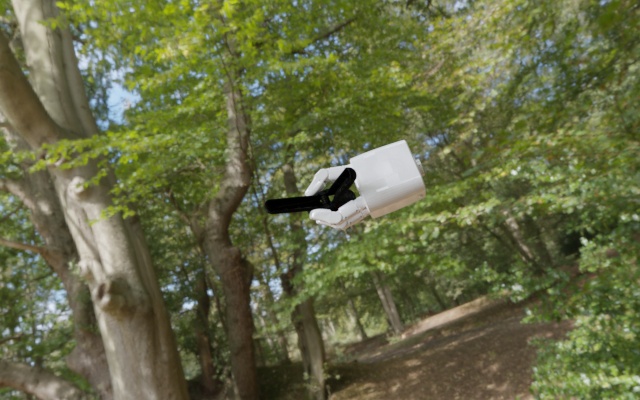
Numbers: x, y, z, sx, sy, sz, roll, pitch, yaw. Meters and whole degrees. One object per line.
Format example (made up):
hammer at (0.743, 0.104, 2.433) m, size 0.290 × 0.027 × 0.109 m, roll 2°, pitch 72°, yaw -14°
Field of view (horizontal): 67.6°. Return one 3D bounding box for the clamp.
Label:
clamp at (0.000, 0.002, 0.862) m, size 0.164 × 0.036 × 0.210 m, roll -19°, pitch -16°, yaw 8°
